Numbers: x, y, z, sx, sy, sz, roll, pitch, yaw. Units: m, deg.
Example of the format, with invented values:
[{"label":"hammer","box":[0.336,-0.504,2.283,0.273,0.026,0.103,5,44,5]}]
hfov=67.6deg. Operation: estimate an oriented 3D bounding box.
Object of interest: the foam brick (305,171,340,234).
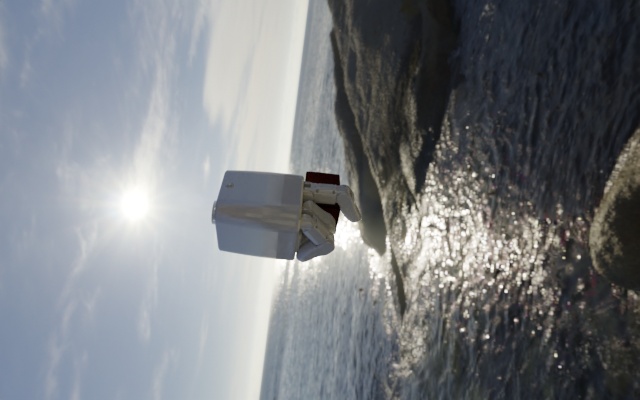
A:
[{"label":"foam brick","box":[0.000,0.002,0.687,0.051,0.053,0.078,6,39,-3]}]
